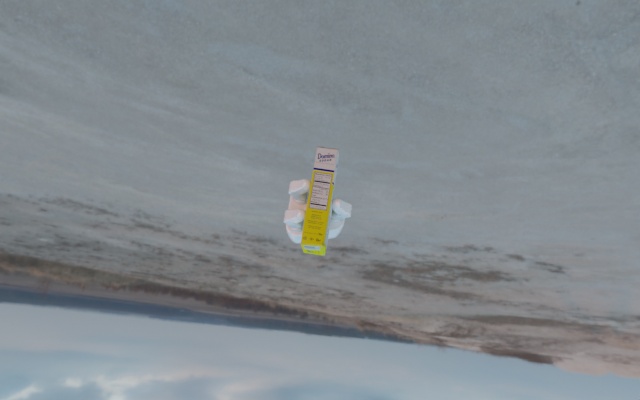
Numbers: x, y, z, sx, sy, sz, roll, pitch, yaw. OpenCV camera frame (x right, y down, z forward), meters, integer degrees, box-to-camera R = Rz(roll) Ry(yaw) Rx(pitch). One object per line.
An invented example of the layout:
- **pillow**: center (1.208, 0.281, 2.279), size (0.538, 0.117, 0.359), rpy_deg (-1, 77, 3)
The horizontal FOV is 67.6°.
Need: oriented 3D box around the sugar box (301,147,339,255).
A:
- **sugar box**: center (0.000, 0.003, 0.851), size (0.048, 0.176, 0.093), rpy_deg (6, -15, 2)
